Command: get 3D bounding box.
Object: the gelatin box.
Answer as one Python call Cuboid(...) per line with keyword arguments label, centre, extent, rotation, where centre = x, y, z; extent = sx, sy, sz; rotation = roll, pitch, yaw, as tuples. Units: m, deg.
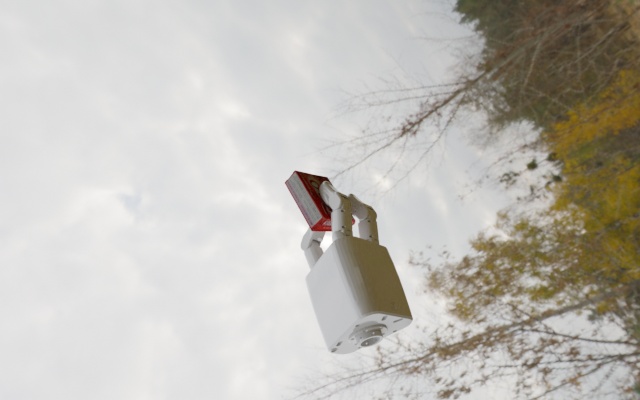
Cuboid(label="gelatin box", centre=(0.000, 0.002, 0.667), extent=(0.073, 0.089, 0.030), rotation=(8, -47, -51))
